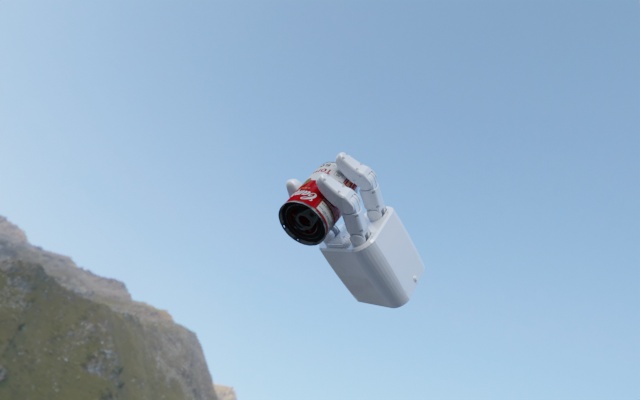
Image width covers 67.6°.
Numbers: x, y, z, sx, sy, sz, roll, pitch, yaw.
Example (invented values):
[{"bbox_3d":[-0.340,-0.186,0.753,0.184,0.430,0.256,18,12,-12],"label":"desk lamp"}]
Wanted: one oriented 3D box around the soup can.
[{"bbox_3d":[0.000,0.002,0.628,0.068,0.068,0.102,0,33,34],"label":"soup can"}]
